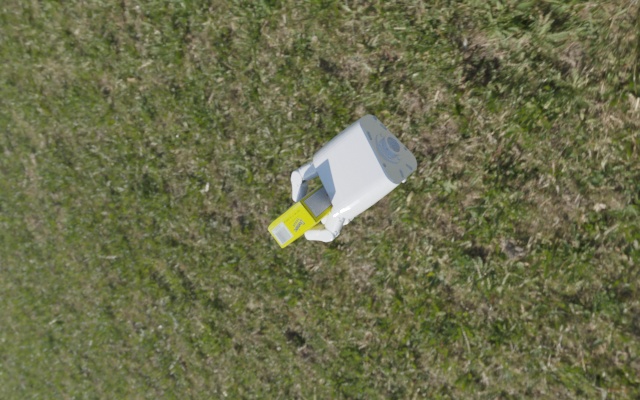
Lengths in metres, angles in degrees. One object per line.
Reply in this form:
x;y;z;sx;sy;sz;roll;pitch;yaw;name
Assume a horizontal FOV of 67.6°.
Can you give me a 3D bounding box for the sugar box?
0.000;0.003;0.769;0.093;0.048;0.176;-38;-2;41;sugar box
